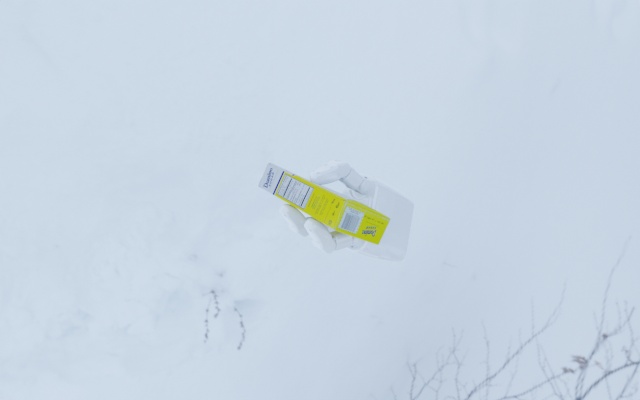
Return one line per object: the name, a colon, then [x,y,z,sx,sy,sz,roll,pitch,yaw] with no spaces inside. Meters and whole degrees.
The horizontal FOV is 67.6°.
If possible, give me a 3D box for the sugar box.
sugar box: [0.000,0.003,0.657,0.093,0.048,0.176,23,1,-43]
